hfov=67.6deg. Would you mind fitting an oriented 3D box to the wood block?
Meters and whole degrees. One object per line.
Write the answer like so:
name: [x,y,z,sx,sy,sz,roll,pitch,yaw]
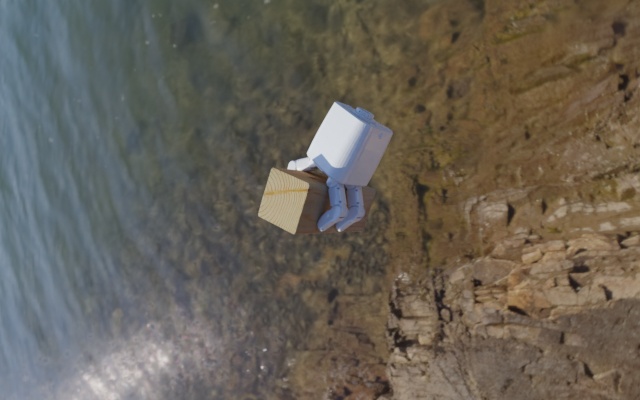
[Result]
wood block: [0.000,0.002,0.862,0.091,0.090,0.206,25,13,35]
